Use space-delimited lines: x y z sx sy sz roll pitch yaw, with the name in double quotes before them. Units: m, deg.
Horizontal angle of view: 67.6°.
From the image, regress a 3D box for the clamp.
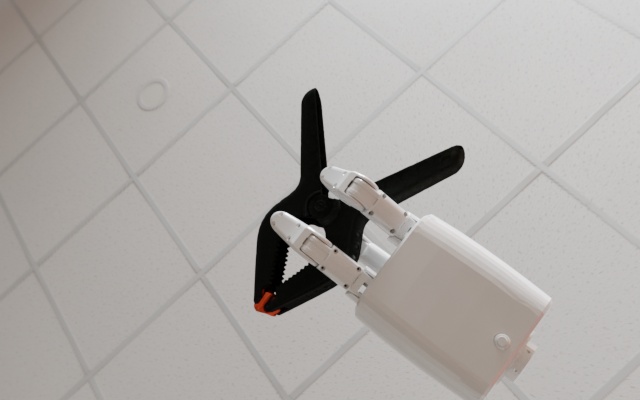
"clamp" 0.000 0.002 0.421 0.164 0.210 0.036 35 -6 28
